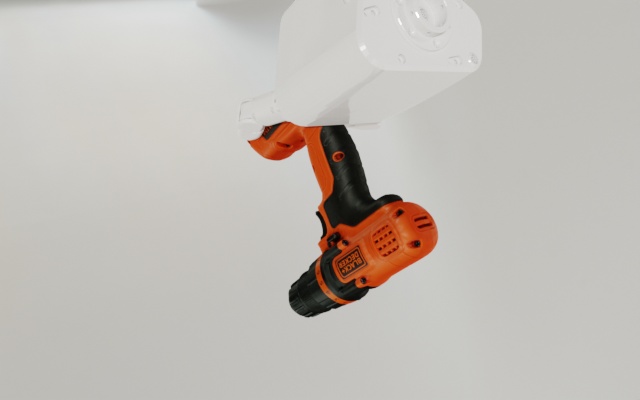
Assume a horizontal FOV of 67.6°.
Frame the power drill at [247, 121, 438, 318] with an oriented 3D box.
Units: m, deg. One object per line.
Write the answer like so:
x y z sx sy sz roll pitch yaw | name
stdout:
0.000 0.001 0.436 0.057 0.187 0.184 -12 -21 -44 | power drill
